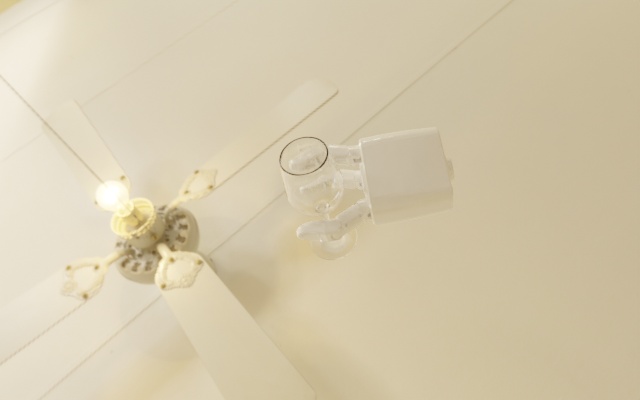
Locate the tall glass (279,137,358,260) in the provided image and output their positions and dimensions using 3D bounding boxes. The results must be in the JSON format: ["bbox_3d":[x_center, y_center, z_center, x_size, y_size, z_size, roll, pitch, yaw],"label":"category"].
[{"bbox_3d":[0.000,0.003,0.655,0.079,0.079,0.201,0,-34,15],"label":"tall glass"}]
